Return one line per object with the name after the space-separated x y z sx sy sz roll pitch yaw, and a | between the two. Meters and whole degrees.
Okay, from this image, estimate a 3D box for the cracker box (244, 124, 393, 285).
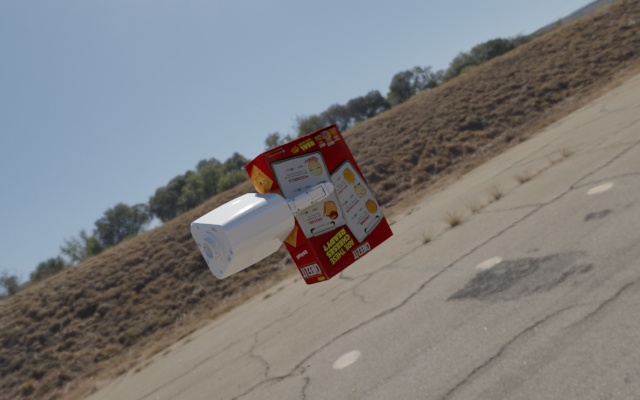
0.000 0.002 0.774 0.164 0.213 0.072 -28 2 -37 | cracker box
